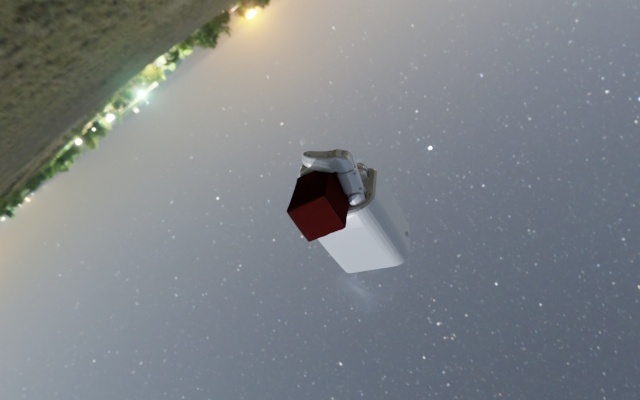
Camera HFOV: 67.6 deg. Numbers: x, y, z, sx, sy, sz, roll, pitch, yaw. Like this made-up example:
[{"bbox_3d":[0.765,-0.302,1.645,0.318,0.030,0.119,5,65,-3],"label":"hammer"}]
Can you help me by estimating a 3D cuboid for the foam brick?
[{"bbox_3d":[0.000,0.002,0.575,0.053,0.051,0.078,-22,27,22],"label":"foam brick"}]
